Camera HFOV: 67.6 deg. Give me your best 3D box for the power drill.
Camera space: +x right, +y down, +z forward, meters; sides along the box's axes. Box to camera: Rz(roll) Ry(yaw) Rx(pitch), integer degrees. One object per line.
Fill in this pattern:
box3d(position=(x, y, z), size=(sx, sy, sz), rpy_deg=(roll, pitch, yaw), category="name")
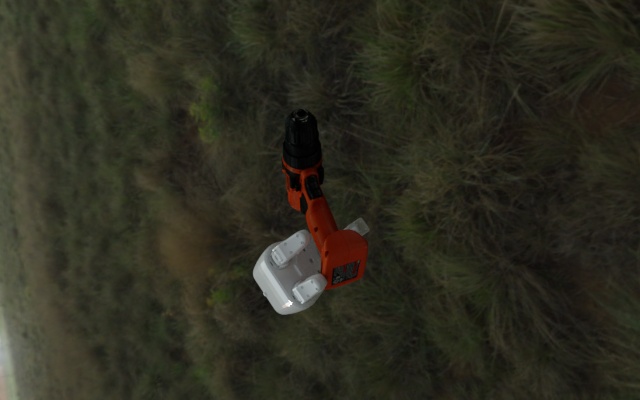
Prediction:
box3d(position=(0.000, 0.002, 0.601), size=(0.057, 0.187, 0.185), rpy_deg=(-16, -33, -9), category="power drill")
